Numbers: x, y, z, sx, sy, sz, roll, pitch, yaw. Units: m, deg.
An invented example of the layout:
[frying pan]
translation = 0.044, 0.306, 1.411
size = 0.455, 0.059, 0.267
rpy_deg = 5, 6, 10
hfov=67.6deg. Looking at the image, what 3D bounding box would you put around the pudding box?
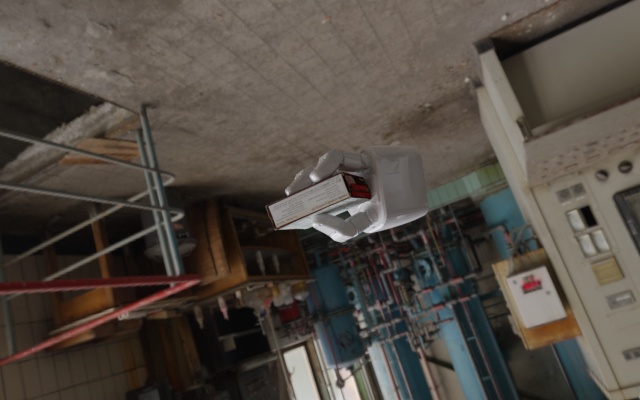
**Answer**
[pudding box]
translation = 0.000, 0.002, 0.619
size = 0.113, 0.039, 0.090
rpy_deg = -26, -12, 19
